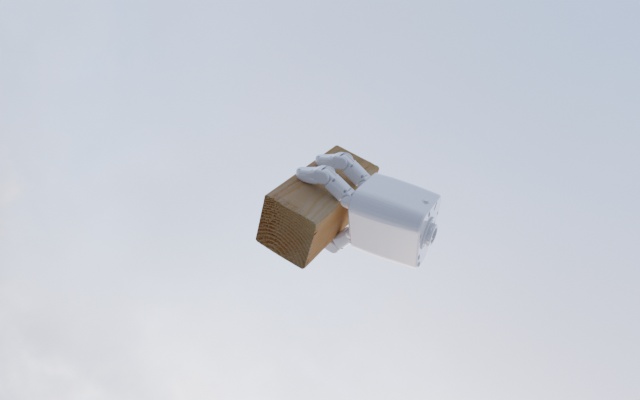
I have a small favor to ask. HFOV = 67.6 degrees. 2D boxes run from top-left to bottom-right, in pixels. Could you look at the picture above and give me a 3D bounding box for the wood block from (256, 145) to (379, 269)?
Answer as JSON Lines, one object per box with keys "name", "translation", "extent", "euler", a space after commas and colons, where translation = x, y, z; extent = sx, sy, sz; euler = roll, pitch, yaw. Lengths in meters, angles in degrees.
{"name": "wood block", "translation": [0.000, 0.003, 0.749], "extent": [0.090, 0.091, 0.206], "euler": [29, 38, 17]}
